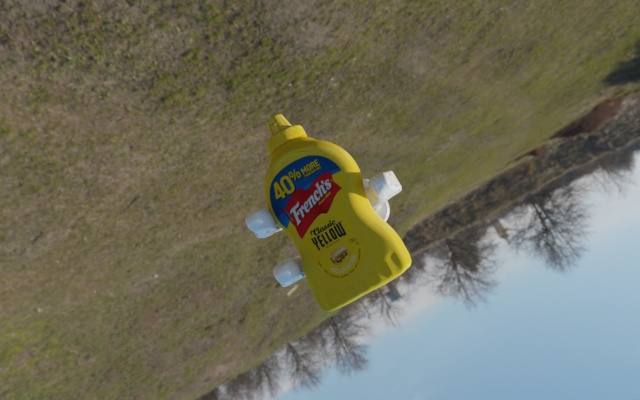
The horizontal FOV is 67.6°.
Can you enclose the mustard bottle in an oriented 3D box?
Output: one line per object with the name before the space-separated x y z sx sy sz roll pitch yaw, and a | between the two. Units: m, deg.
mustard bottle | 0.000 0.002 0.460 0.096 0.191 0.058 -32 -9 21
